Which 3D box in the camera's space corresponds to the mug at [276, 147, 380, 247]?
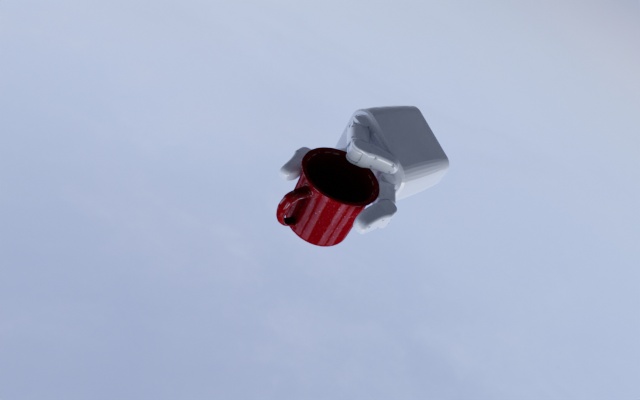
[{"bbox_3d":[-0.001,0.002,0.542,0.117,0.093,0.081,-17,-33,-40],"label":"mug"}]
